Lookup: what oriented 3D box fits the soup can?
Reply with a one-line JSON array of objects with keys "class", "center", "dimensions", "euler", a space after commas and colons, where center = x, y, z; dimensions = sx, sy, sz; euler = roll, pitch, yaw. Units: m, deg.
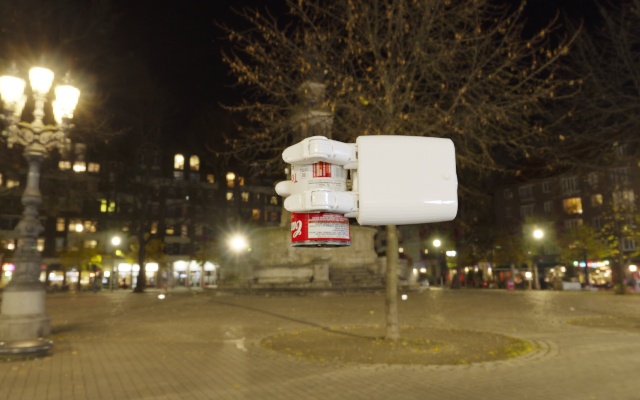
[{"class": "soup can", "center": [0.000, 0.002, 0.550], "dimensions": [0.068, 0.102, 0.068], "euler": [0, -9, 0]}]
